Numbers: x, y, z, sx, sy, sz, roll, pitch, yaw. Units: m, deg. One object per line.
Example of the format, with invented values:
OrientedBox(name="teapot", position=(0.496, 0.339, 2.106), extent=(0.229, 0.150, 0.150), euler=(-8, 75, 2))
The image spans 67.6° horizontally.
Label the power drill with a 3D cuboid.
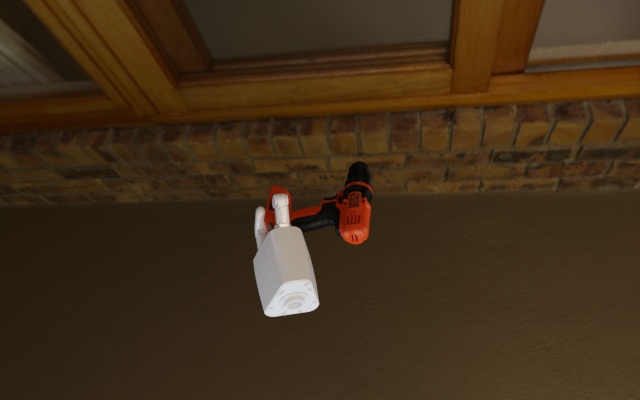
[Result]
OrientedBox(name="power drill", position=(0.000, 0.003, 0.862), extent=(0.187, 0.057, 0.184), euler=(-6, 43, 14))
